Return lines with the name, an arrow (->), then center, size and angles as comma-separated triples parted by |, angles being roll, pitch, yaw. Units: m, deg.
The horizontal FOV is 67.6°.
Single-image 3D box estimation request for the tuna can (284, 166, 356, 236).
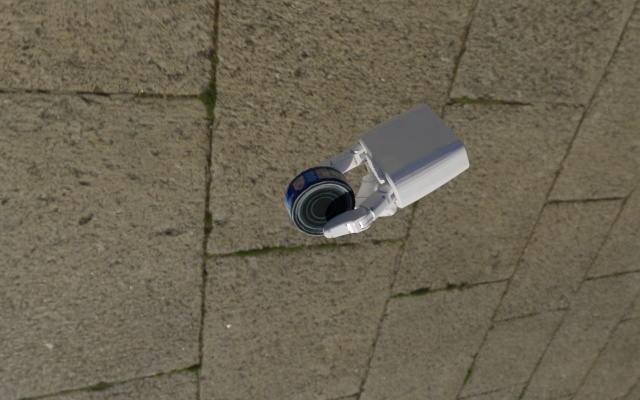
tuna can -> 0.000, 0.002, 0.599 | 0.086, 0.086, 0.033 | 0, 34, -20
